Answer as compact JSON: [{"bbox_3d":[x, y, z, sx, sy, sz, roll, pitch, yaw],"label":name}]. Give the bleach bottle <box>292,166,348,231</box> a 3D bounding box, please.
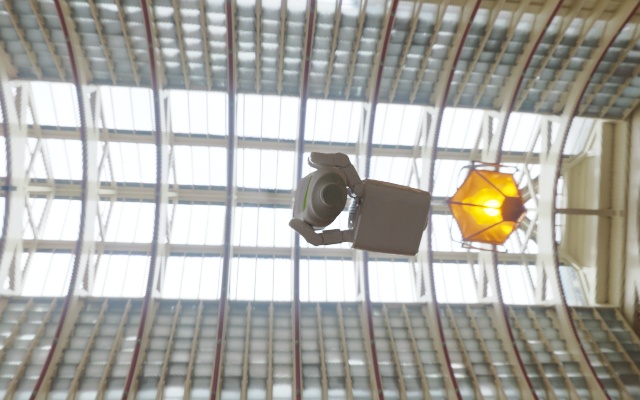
[{"bbox_3d":[0.000,0.002,0.741,0.068,0.102,0.251,9,-2,-7],"label":"bleach bottle"}]
